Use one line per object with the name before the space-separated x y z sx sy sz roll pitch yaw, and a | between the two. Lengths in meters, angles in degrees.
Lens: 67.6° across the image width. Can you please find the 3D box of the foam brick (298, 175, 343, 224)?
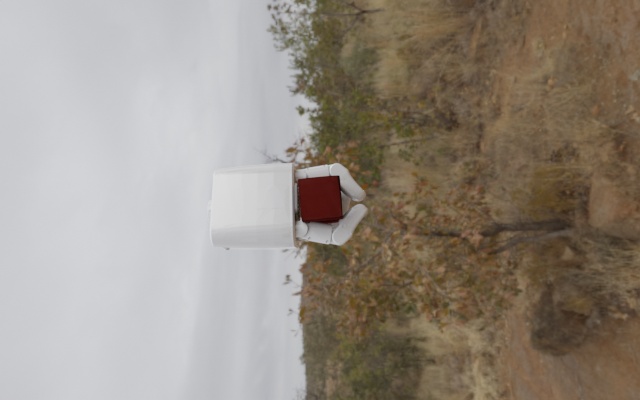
foam brick | 0.000 0.002 0.605 0.051 0.053 0.078 -4 -8 0
